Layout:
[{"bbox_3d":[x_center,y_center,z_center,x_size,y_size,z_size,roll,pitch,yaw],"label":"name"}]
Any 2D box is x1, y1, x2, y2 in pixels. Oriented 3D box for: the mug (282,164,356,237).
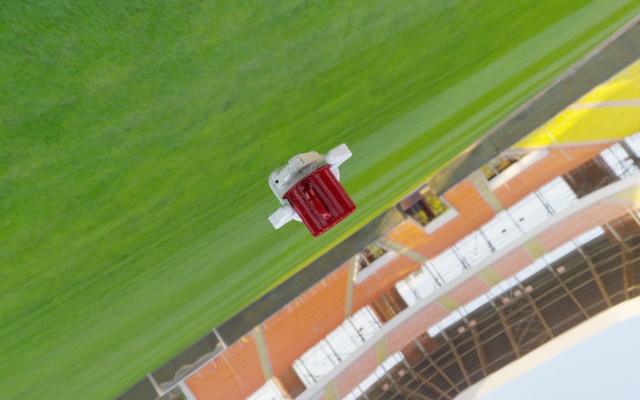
[{"bbox_3d":[0.000,0.002,0.726,0.093,0.081,0.117,-36,-5,3],"label":"mug"}]
